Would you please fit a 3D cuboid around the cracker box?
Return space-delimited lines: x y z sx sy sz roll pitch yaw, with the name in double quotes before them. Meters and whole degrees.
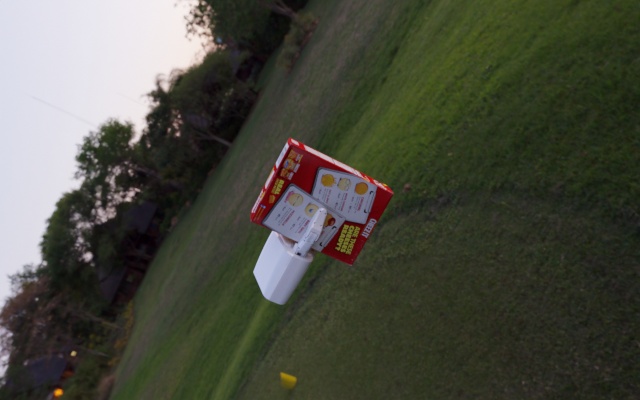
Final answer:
"cracker box" 0.000 0.003 0.892 0.214 0.164 0.072 25 15 -14
